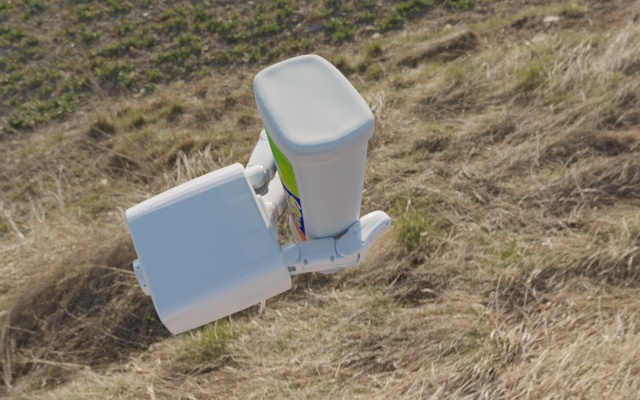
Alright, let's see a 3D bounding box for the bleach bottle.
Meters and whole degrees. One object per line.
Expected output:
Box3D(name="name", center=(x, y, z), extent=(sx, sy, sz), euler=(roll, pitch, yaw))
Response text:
Box3D(name="bleach bottle", center=(0.000, 0.001, 0.431), extent=(0.068, 0.102, 0.251), euler=(-23, -35, -12))
